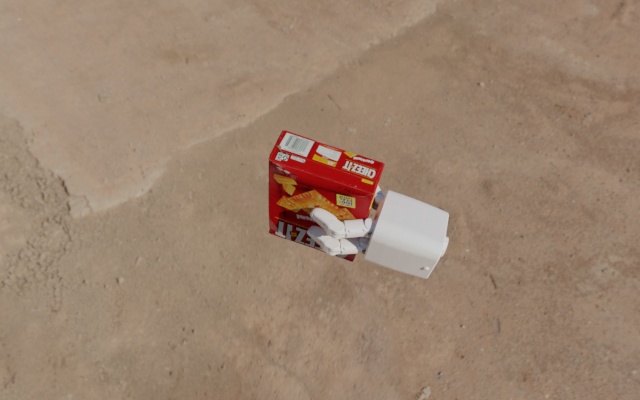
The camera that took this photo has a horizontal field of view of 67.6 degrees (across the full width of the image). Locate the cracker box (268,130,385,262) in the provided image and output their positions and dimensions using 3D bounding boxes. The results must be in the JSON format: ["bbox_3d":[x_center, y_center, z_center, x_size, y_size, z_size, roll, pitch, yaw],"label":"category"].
[{"bbox_3d":[0.000,0.002,0.774,0.164,0.072,0.214,19,-34,7],"label":"cracker box"}]
